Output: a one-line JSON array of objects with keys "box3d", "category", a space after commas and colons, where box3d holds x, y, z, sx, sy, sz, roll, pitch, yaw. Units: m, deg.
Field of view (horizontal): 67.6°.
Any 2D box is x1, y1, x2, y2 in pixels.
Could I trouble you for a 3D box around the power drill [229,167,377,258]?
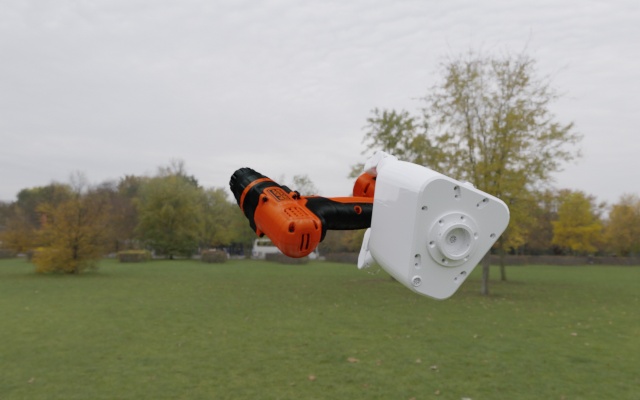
[{"box3d": [0.001, 0.002, 0.564, 0.187, 0.057, 0.184, -6, 27, -28], "category": "power drill"}]
